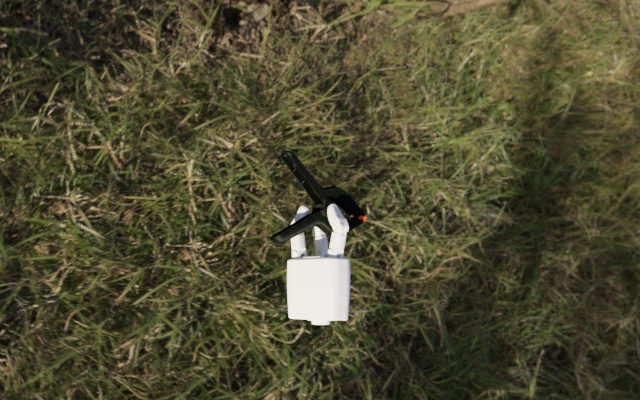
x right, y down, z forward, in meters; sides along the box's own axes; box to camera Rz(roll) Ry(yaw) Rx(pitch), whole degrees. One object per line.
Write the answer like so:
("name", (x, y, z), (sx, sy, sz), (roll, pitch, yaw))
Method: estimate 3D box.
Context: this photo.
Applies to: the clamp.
("clamp", (0.001, 0.003, 0.872), (0.210, 0.164, 0.036), (9, -12, -38))
